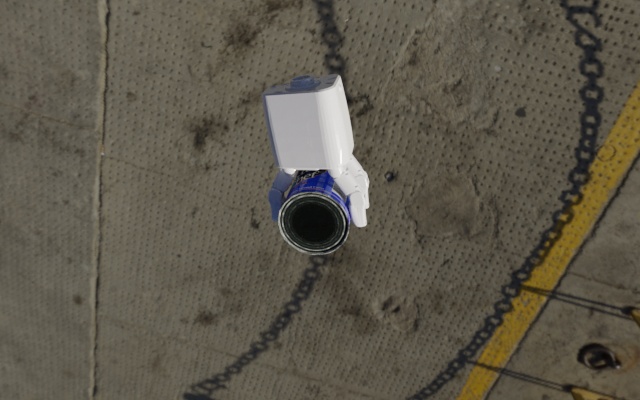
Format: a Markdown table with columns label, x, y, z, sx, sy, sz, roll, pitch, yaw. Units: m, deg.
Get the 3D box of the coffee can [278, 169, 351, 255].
| label | x | y | z | sx | sy | sz | roll | pitch | yaw |
| --- | --- | --- | --- | --- | --- | --- | --- | --- | --- |
| coffee can | 0.000 | 0.002 | 0.729 | 0.103 | 0.103 | 0.140 | 0 | 27 | 10 |
